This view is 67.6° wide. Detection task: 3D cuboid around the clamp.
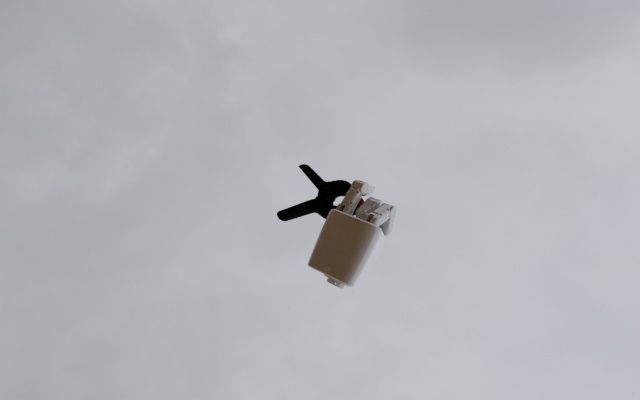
[{"bbox_3d":[0.001,0.003,0.870,0.171,0.120,0.039,20,-11,37],"label":"clamp"}]
